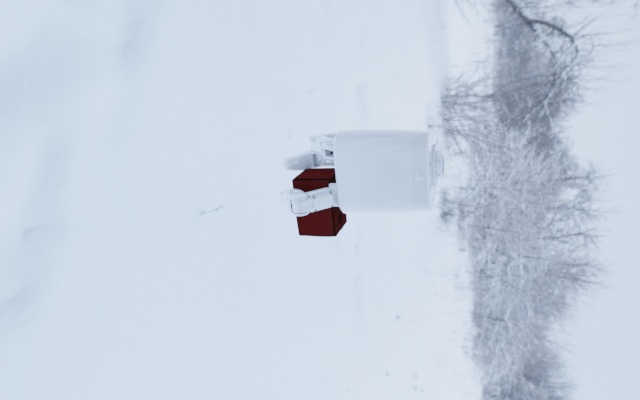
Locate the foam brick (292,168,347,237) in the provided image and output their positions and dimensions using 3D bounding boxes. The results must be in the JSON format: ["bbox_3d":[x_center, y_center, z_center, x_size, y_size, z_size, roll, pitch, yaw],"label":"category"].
[{"bbox_3d":[0.000,0.002,0.611,0.051,0.078,0.053,1,20,19],"label":"foam brick"}]
